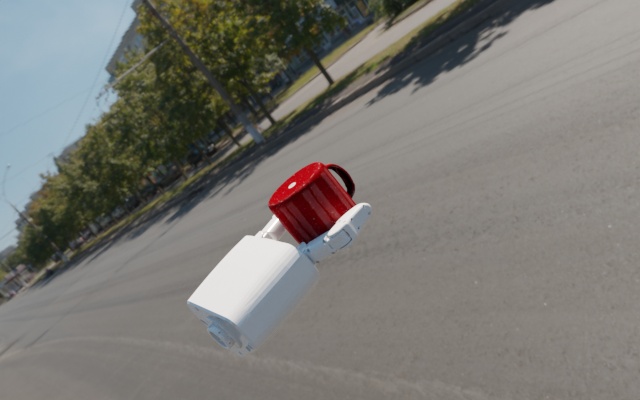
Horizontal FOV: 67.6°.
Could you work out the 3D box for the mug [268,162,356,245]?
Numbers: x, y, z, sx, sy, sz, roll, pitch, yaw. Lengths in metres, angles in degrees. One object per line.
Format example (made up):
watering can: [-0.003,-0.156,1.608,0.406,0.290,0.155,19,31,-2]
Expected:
mug: [0.001,0.001,0.565,0.093,0.081,0.117,-16,28,53]
